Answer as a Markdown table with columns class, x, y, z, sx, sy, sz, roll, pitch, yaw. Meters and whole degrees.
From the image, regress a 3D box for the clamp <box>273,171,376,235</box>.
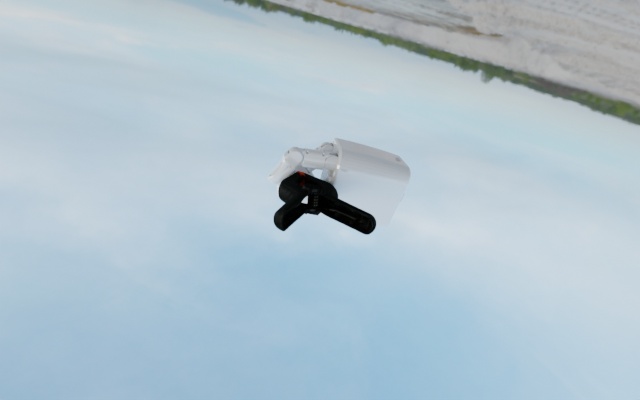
| class | x | y | z | sx | sy | sz | roll | pitch | yaw |
| --- | --- | --- | --- | --- | --- | --- | --- | --- | --- |
| clamp | 0.000 | 0.002 | 0.606 | 0.120 | 0.039 | 0.171 | 12 | 21 | -10 |
